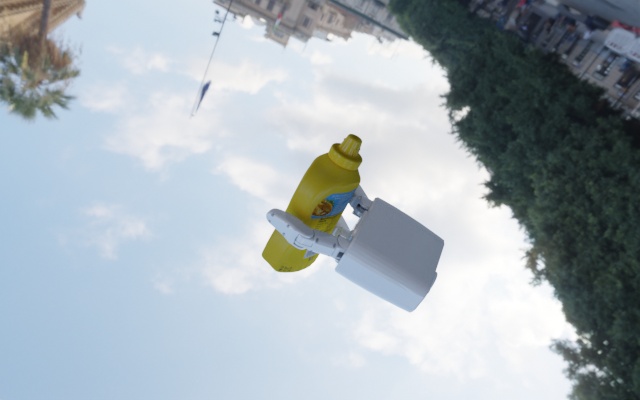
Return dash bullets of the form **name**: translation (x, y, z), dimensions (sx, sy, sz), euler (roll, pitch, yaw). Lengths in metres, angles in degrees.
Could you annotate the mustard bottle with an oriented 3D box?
- **mustard bottle**: translation (0.000, 0.002, 0.594), dimensions (0.058, 0.192, 0.096), euler (43, 31, 24)
